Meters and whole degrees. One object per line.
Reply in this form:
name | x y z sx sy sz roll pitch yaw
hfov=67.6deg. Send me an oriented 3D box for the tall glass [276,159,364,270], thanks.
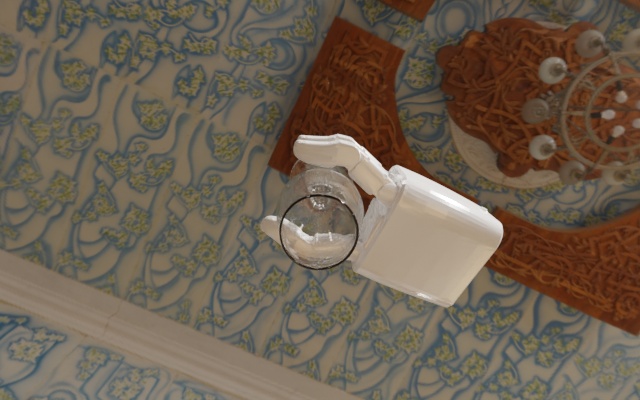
tall glass | 0.000 0.001 0.463 0.079 0.079 0.201 0 14 1
